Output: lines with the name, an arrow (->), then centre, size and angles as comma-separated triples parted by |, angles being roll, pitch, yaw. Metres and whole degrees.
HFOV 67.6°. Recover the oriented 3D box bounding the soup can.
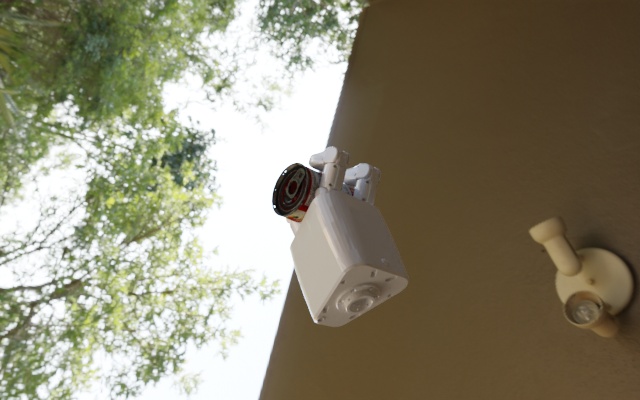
soup can -> 0.000, 0.002, 0.594 | 0.102, 0.068, 0.068 | 22, -14, -37
